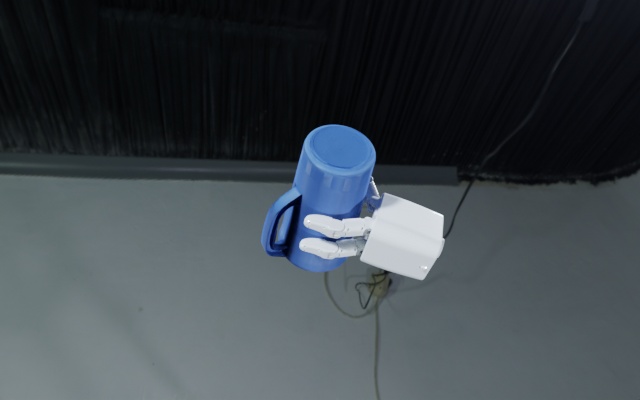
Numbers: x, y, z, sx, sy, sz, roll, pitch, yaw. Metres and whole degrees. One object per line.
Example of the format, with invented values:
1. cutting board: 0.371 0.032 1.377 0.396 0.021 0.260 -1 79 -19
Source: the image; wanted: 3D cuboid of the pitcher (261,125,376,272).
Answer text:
1. pitcher: 0.000 0.003 0.774 0.145 0.149 0.243 20 -42 5
